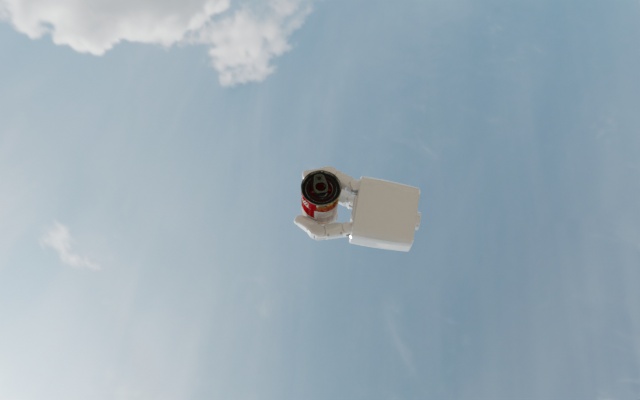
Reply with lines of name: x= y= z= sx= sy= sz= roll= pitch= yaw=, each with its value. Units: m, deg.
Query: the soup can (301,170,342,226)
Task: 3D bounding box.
soup can: x=0.000 y=0.003 z=0.832 sx=0.068 sy=0.068 sz=0.102 roll=0 pitch=-29 yaw=-1
